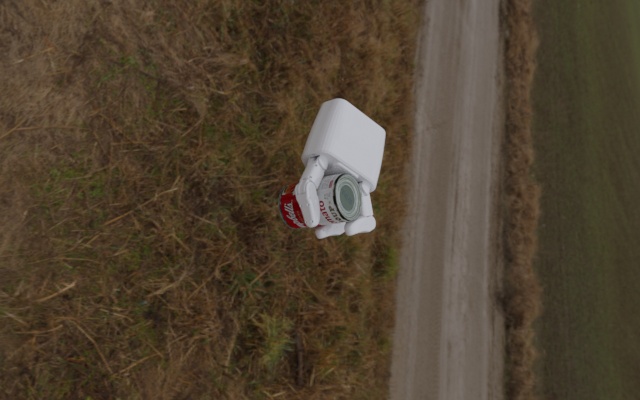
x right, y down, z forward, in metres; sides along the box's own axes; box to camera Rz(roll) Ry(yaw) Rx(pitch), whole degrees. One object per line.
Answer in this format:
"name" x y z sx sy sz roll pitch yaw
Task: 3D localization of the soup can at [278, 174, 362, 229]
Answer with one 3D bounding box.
"soup can" 0.000 0.003 0.680 0.102 0.068 0.068 -9 -6 37
